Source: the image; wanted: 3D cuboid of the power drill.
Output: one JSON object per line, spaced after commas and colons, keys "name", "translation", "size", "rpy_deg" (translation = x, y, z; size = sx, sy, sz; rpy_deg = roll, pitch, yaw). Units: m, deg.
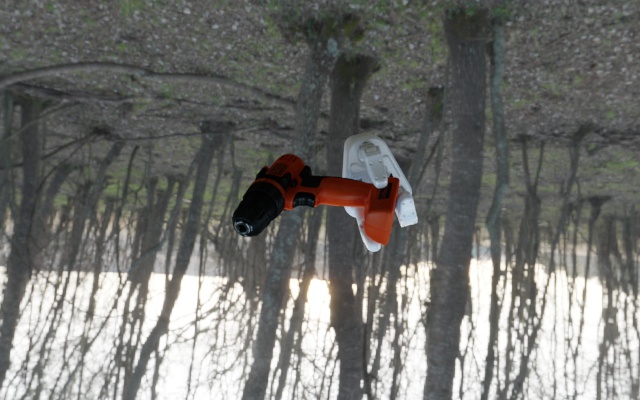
{"name": "power drill", "translation": [0.001, 0.002, 0.606], "size": [0.187, 0.057, 0.184], "rpy_deg": [12, 32, 11]}
